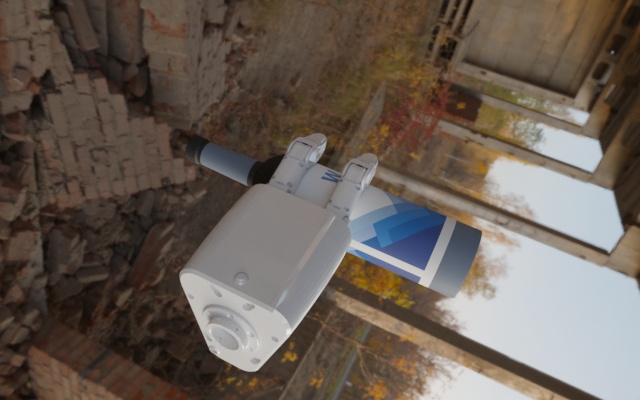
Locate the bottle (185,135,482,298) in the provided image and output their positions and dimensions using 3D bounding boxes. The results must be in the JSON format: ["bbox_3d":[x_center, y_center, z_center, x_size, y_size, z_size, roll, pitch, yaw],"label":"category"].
[{"bbox_3d":[0.000,0.002,0.461,0.295,0.069,0.069,23,5,13],"label":"bottle"}]
